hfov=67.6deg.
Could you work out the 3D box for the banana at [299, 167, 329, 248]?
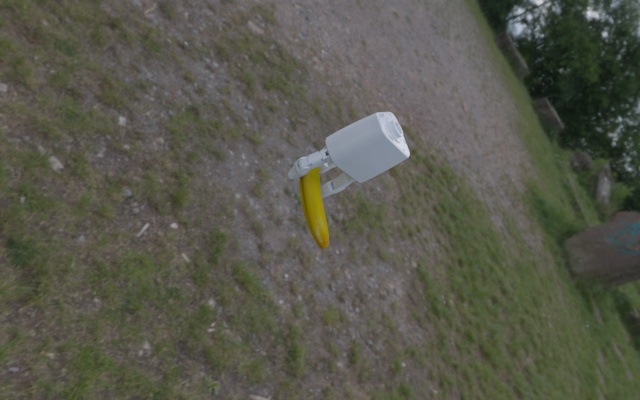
[{"bbox_3d":[-0.011,-0.009,0.876,0.037,0.197,0.070,-25,-42,25],"label":"banana"}]
